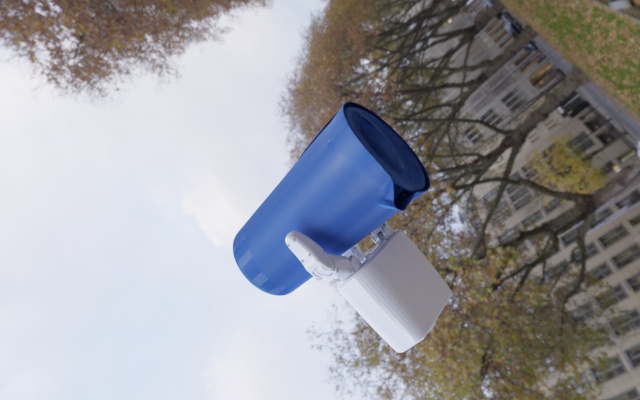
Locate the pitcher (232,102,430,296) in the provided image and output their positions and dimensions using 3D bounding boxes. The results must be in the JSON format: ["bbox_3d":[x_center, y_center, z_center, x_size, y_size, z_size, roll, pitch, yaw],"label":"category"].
[{"bbox_3d":[0.000,0.002,0.587,0.243,0.145,0.149,-44,-3,27],"label":"pitcher"}]
